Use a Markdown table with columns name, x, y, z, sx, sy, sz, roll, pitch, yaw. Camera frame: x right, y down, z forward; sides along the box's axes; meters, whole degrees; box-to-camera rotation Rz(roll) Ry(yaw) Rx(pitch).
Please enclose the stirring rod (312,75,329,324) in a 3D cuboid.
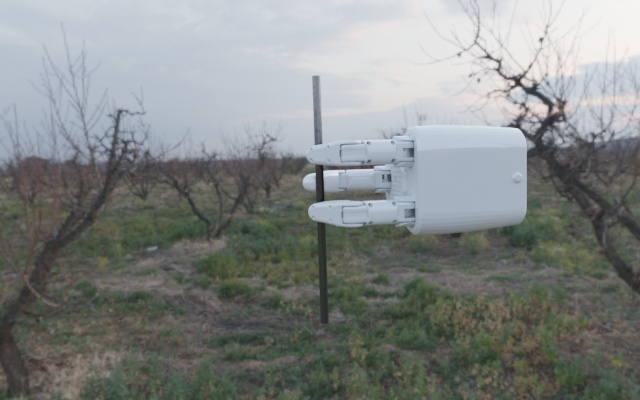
| name | x | y | z | sx | sy | sz | roll | pitch | yaw |
| --- | --- | --- | --- | --- | --- | --- | --- | --- | --- |
| stirring rod | 0.000 | 0.002 | 0.464 | 0.011 | 0.239 | 0.011 | -2 | 5 | 0 |
